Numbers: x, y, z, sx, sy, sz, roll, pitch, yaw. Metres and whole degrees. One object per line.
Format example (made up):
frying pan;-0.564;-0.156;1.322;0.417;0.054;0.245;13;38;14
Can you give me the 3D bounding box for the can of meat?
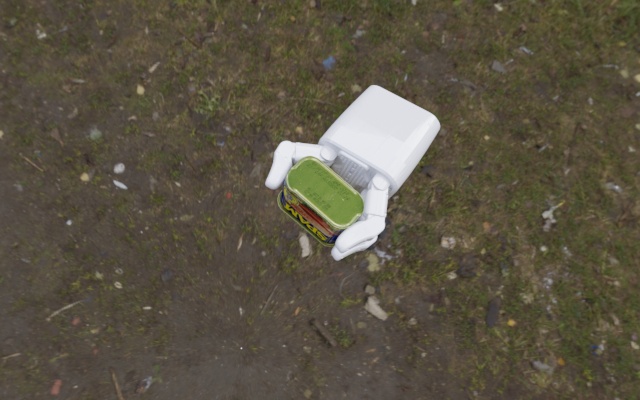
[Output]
can of meat;0.000;0.002;0.579;0.102;0.057;0.084;40;-19;4
